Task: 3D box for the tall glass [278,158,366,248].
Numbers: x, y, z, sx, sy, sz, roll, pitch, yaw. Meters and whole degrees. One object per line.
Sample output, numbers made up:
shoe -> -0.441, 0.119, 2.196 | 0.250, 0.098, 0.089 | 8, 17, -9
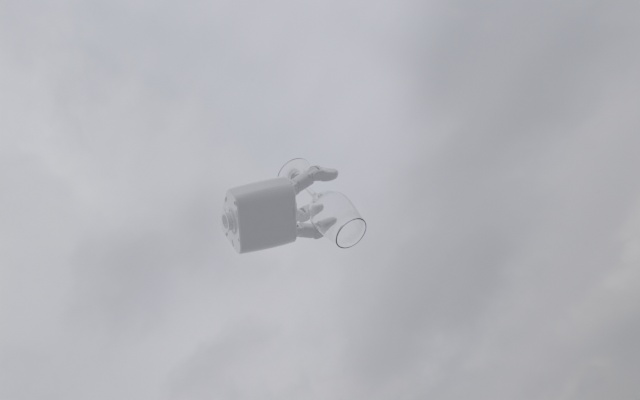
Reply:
tall glass -> 0.000, 0.002, 0.860 | 0.079, 0.079, 0.201 | 0, 32, -38
